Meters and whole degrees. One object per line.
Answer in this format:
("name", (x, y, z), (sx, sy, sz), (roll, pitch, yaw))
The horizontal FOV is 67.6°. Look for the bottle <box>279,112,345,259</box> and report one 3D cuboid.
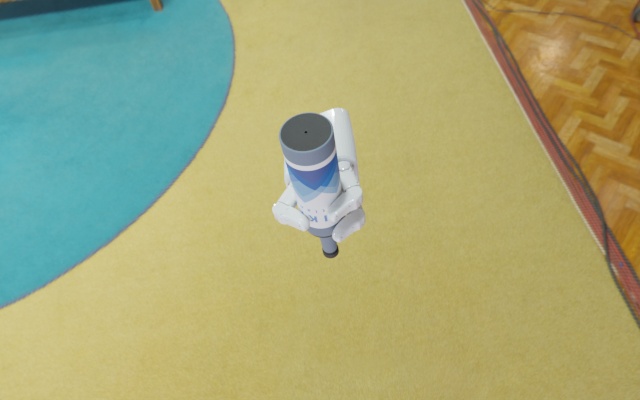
("bottle", (0.000, 0.002, 0.689), (0.069, 0.069, 0.296), (0, -35, 8))
